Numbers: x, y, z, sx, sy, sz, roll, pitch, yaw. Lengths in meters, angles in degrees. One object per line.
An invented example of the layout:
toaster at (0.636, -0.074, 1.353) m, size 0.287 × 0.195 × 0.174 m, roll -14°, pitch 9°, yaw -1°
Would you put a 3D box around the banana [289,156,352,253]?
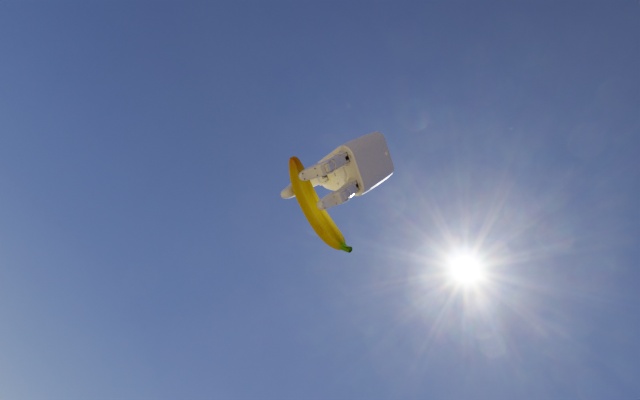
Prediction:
banana at (-0.006, 0.013, 0.857) m, size 0.037 × 0.198 × 0.070 m, roll -27°, pitch -10°, yaw -35°
